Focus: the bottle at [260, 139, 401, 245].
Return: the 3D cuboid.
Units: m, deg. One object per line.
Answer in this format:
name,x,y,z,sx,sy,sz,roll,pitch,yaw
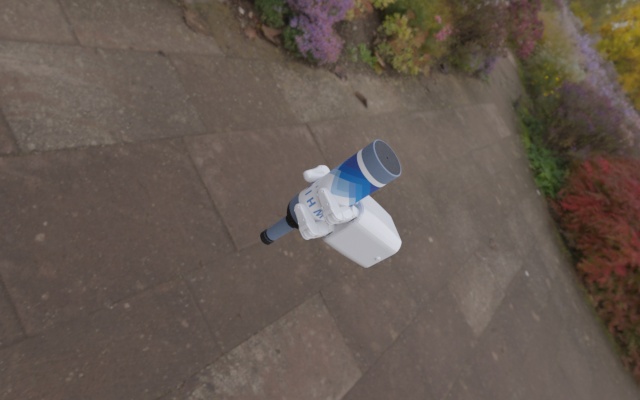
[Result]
bottle,0.000,0.002,0.810,0.296,0.069,0.069,-34,-20,33
